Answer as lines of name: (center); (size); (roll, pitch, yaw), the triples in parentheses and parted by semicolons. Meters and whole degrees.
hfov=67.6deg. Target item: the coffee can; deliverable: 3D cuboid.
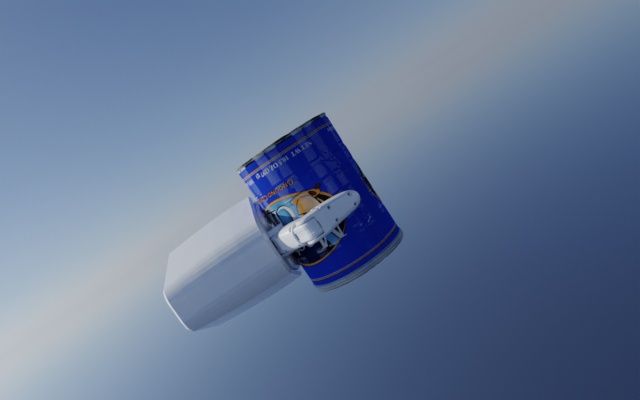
coffee can: (0.000, 0.002, 0.465); (0.103, 0.140, 0.103); (-33, 5, 4)
